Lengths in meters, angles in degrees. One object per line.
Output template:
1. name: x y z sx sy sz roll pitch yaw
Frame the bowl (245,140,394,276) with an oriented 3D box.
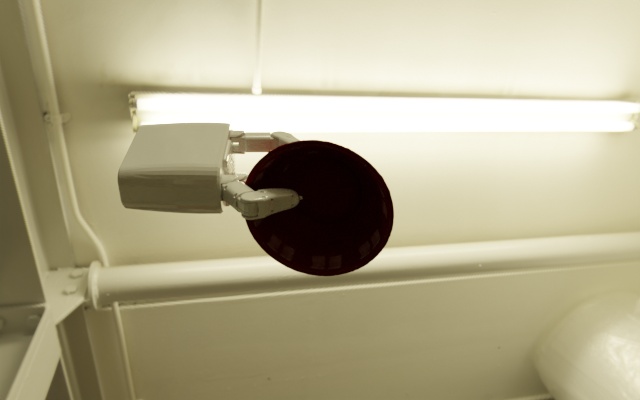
1. bowl: 0.001 0.002 0.521 0.162 0.162 0.055 0 27 12
